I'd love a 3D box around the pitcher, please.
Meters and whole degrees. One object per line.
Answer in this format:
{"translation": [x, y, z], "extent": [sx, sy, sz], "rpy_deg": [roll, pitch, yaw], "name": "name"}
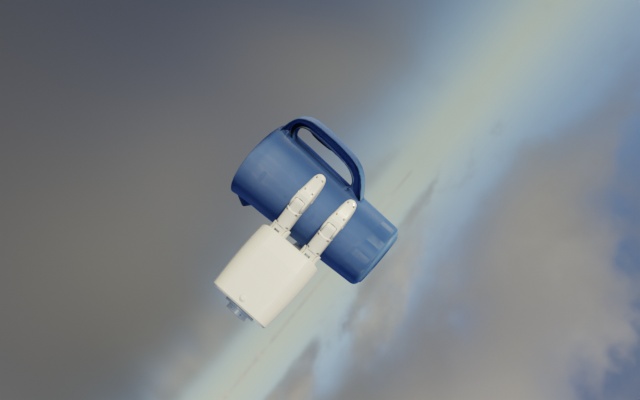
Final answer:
{"translation": [0.000, 0.002, 0.716], "extent": [0.243, 0.145, 0.149], "rpy_deg": [40, -19, 6], "name": "pitcher"}
